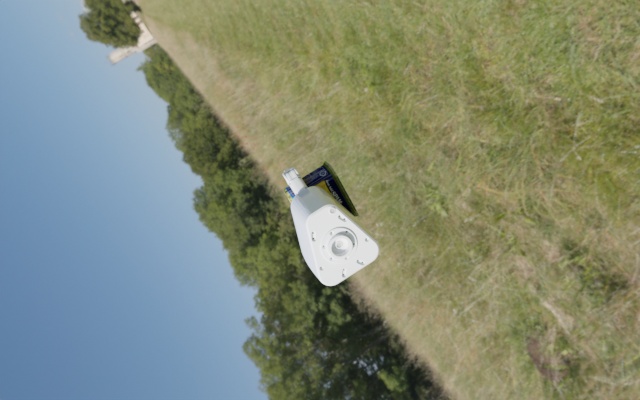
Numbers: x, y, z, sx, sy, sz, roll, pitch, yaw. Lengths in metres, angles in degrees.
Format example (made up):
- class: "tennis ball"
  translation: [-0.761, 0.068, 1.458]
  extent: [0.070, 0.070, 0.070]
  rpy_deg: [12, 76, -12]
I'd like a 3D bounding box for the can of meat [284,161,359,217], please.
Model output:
- class: "can of meat"
  translation: [0.000, 0.003, 0.772]
  extent: [0.084, 0.102, 0.057]
  rpy_deg: [-32, 22, -4]
